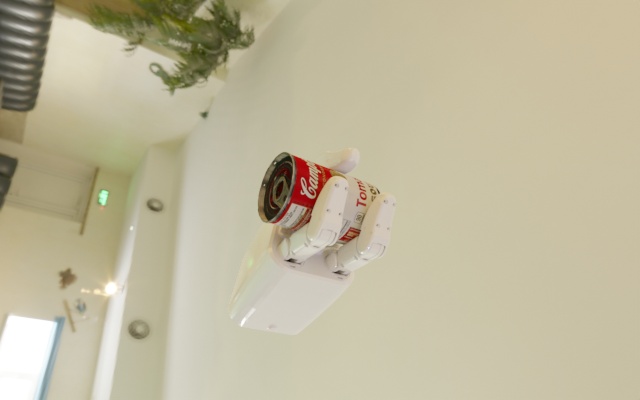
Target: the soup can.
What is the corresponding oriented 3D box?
[{"bbox_3d":[0.001,0.001,0.461,0.102,0.068,0.068,18,-9,-28],"label":"soup can"}]
